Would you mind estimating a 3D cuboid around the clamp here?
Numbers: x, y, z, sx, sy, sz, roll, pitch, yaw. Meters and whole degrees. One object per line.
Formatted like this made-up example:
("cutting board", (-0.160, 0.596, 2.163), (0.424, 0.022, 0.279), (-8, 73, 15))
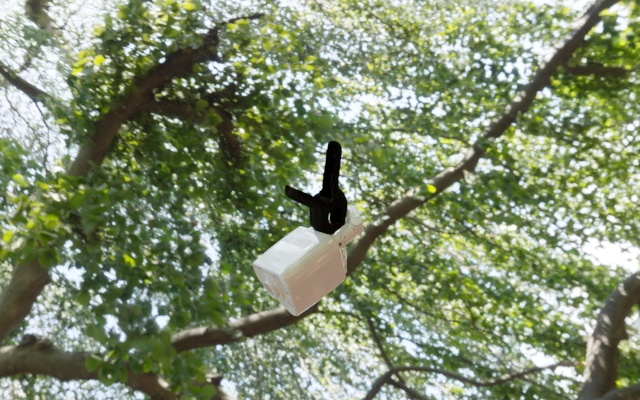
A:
("clamp", (0.000, 0.002, 0.758), (0.120, 0.172, 0.039), (-35, 43, -27))
